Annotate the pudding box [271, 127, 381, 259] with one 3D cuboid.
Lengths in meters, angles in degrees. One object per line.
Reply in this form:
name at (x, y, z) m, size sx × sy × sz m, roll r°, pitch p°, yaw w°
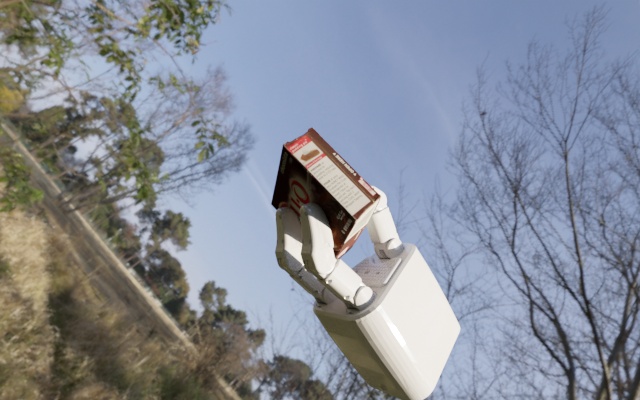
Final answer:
pudding box at (0.000, 0.001, 0.437) m, size 0.039 × 0.090 × 0.113 m, roll -38°, pitch -15°, yaw -28°
